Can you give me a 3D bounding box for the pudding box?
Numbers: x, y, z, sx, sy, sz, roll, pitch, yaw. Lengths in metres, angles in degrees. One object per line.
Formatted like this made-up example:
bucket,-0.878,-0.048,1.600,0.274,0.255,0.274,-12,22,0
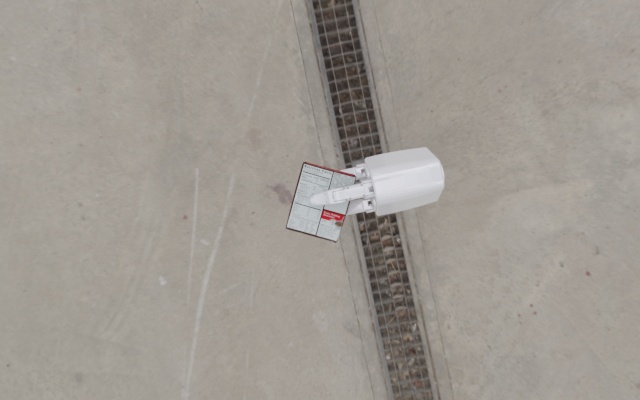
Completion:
pudding box,0.000,0.003,0.764,0.090,0.113,0.039,16,2,0
